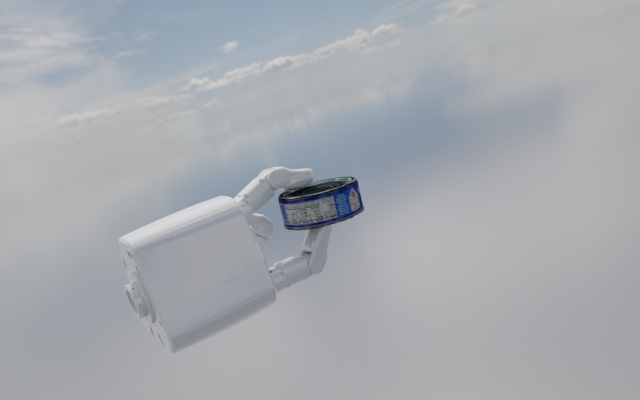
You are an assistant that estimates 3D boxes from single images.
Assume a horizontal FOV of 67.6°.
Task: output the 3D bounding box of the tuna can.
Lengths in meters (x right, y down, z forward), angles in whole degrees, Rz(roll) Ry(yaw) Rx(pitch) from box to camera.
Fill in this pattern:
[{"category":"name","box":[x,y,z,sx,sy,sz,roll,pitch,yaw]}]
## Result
[{"category":"tuna can","box":[0.000,0.001,0.494,0.086,0.034,0.086,-13,10,2]}]
